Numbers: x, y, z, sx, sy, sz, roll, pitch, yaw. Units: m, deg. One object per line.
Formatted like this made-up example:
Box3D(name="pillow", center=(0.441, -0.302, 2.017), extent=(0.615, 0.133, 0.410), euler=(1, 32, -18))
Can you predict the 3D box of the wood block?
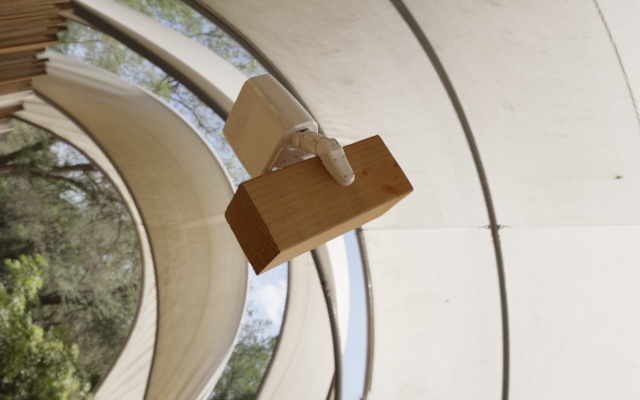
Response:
Box3D(name="wood block", center=(0.000, 0.001, 0.590), extent=(0.206, 0.090, 0.091), euler=(-23, -14, -32))
